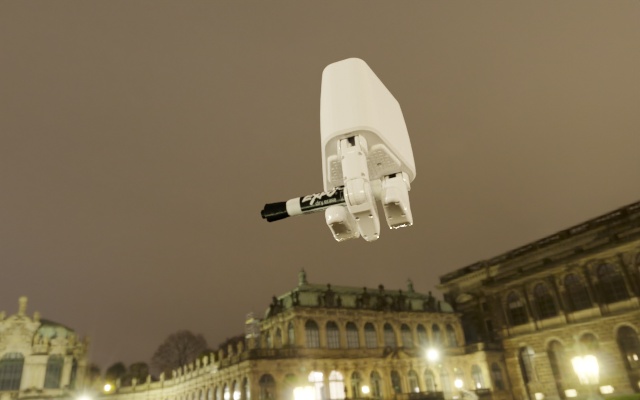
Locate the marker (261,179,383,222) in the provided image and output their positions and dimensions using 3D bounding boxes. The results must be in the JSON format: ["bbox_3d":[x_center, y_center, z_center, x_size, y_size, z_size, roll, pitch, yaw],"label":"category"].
[{"bbox_3d":[0.000,0.002,0.458,0.121,0.020,0.020,-12,-3,13],"label":"marker"}]
